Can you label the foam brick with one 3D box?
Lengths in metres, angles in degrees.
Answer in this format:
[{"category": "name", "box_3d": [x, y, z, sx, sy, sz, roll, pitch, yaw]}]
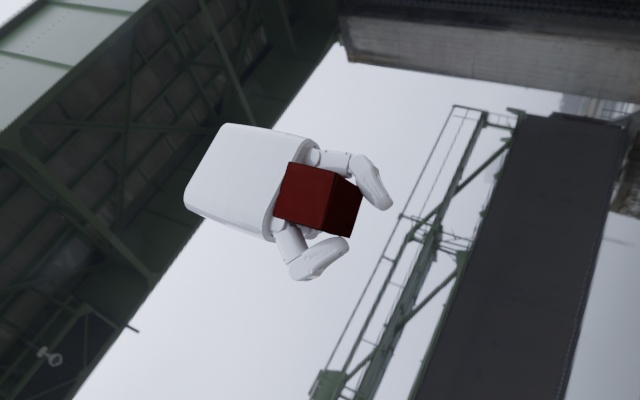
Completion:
[{"category": "foam brick", "box_3d": [0.000, 0.001, 0.443, 0.051, 0.053, 0.078, 16, -4, 24]}]
